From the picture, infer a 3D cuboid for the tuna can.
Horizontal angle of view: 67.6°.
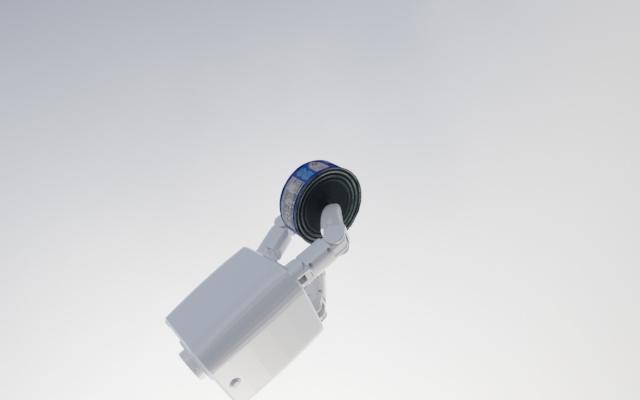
[{"bbox_3d":[0.000,0.001,0.500,0.086,0.086,0.033,0,20,-39],"label":"tuna can"}]
